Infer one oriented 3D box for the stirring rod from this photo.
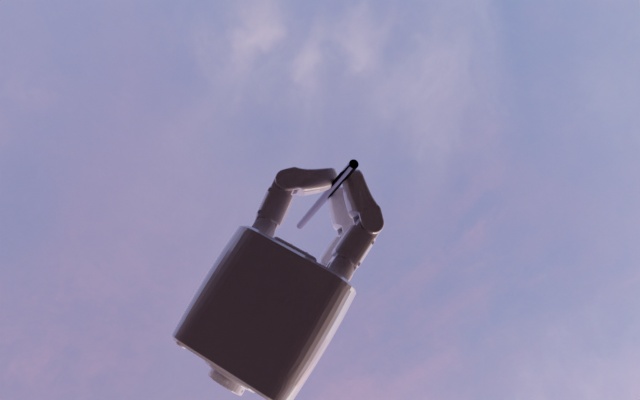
[{"bbox_3d":[0.000,0.002,0.491,0.011,0.011,0.239,0,-15,-13],"label":"stirring rod"}]
